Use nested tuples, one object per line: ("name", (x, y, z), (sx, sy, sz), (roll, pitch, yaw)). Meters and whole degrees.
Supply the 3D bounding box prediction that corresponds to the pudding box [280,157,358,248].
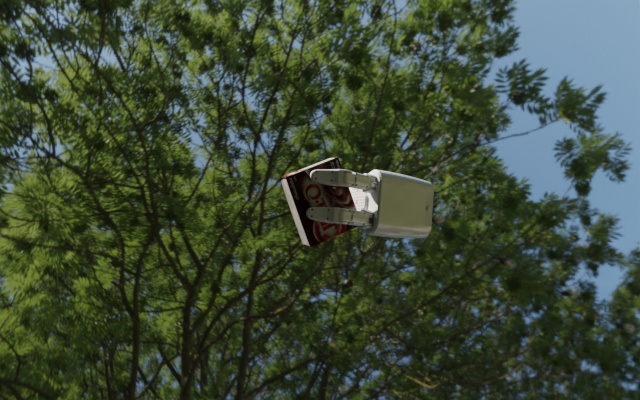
("pudding box", (0.000, 0.002, 0.715), (0.090, 0.113, 0.039), (-23, 7, -22))
